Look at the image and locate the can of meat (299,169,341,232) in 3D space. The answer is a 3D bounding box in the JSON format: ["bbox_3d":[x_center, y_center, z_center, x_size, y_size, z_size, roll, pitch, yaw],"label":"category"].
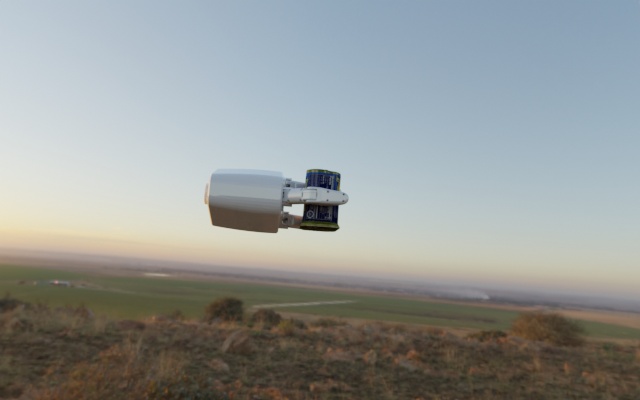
[{"bbox_3d":[0.000,0.002,0.728,0.057,0.084,0.102,4,-8,-3],"label":"can of meat"}]
